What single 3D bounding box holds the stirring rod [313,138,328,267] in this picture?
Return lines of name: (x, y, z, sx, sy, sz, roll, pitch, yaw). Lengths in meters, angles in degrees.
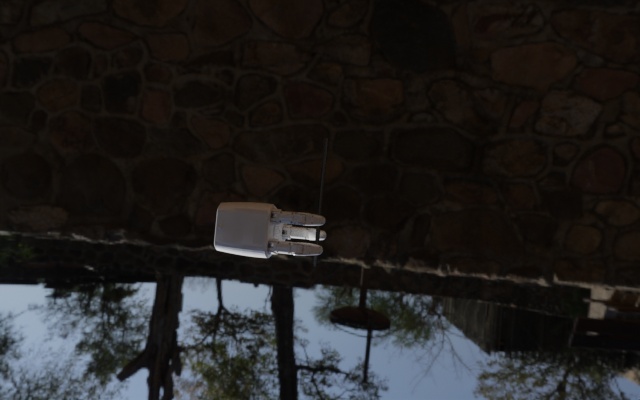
stirring rod: (0.000, 0.003, 0.891, 0.011, 0.239, 0.011, 5, -3, 0)
